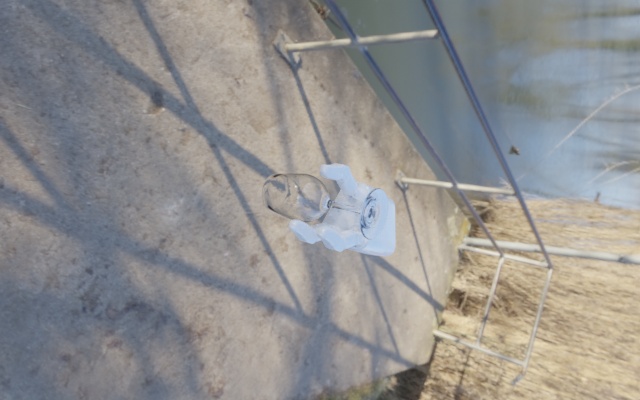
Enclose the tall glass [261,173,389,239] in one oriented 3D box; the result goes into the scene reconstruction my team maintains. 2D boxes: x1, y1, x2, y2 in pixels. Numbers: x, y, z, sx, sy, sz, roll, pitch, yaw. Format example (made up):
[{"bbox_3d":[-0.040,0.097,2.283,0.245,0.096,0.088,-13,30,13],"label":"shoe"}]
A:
[{"bbox_3d":[0.001,0.002,0.738,0.201,0.079,0.079,12,7,37],"label":"tall glass"}]
